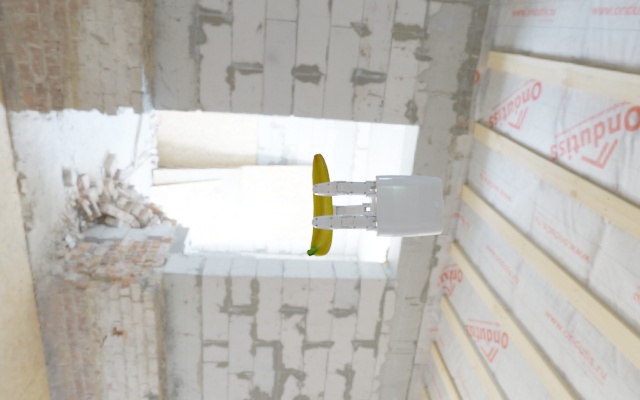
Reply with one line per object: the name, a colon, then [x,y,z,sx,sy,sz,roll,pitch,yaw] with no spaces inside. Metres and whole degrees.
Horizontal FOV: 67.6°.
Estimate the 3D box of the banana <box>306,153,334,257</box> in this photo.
banana: [0.002,0.015,0.798,0.037,0.197,0.070,-3,-32,6]
